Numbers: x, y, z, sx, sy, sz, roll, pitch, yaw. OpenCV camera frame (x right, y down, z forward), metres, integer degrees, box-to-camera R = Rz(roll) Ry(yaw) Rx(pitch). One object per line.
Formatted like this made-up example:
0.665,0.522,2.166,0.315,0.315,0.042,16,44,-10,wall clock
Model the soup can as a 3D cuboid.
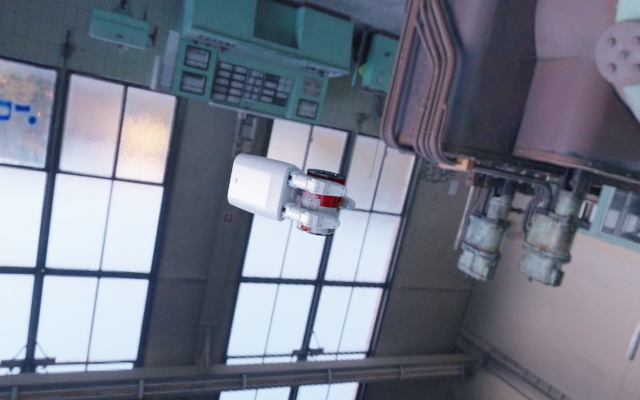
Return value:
0.001,0.003,0.808,0.068,0.102,0.068,12,10,-2,soup can
